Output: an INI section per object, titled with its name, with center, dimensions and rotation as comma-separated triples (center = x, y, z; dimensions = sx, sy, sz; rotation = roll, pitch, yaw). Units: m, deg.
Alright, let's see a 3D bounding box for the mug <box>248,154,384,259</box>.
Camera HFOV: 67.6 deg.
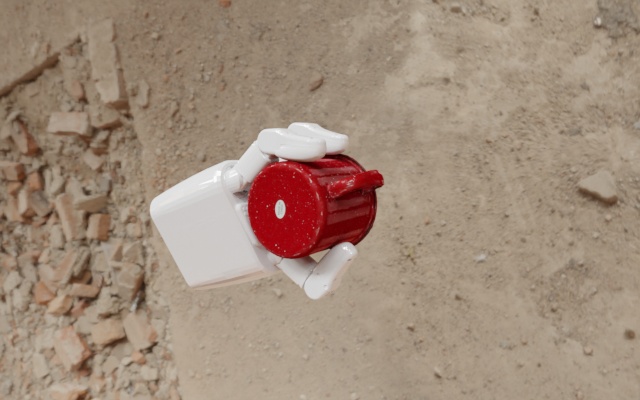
[mug]
center = 0.001, 0.001, 0.413
dimensions = 0.117, 0.093, 0.081
rotation = -21, -6, 33
